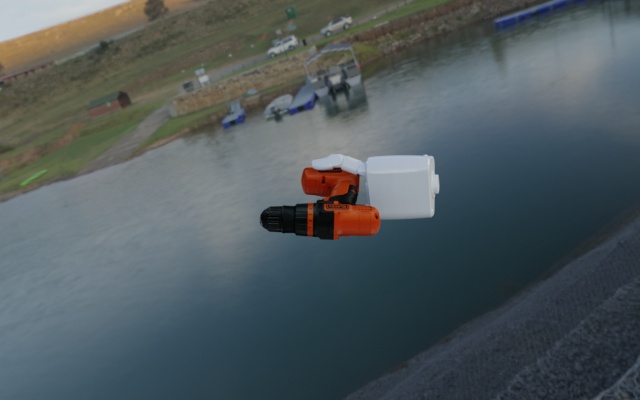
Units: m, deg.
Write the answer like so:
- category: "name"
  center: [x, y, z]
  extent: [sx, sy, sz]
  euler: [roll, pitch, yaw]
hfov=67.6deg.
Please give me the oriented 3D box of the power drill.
- category: "power drill"
  center: [0.000, 0.002, 0.796]
  extent: [0.184, 0.057, 0.187]
  euler: [3, 26, 0]
